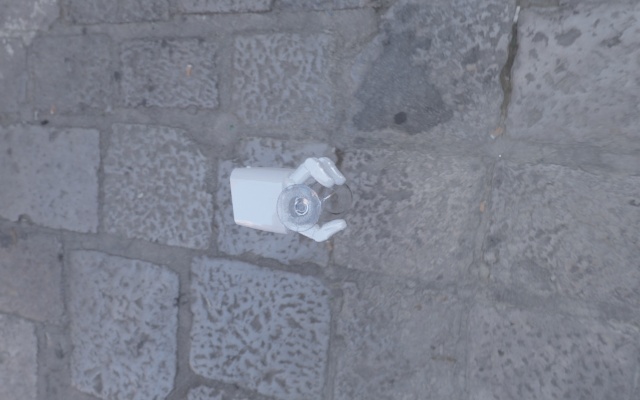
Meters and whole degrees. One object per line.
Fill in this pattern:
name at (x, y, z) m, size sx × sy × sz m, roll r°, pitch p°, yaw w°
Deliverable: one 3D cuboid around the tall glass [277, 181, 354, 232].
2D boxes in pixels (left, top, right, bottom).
tall glass at (0.000, 0.003, 0.824) m, size 0.079 × 0.079 × 0.201 m, roll 0°, pitch 5°, yaw 21°
